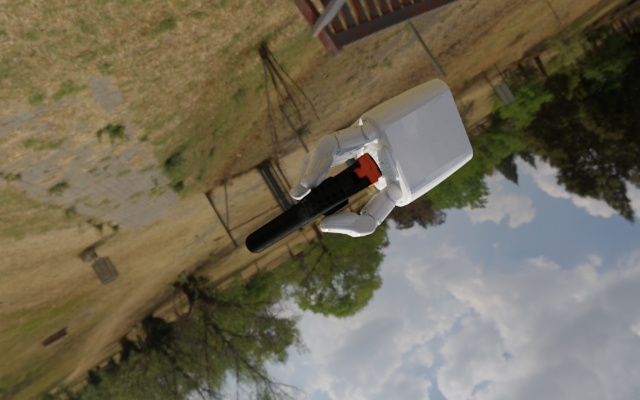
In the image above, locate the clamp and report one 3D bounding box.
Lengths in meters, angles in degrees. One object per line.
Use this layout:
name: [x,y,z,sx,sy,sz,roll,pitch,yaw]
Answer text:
clamp: [0.001,0.002,0.519,0.164,0.036,0.210,-32,-1,-19]
